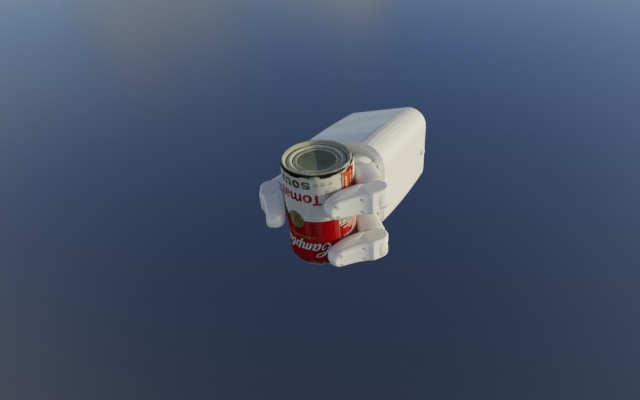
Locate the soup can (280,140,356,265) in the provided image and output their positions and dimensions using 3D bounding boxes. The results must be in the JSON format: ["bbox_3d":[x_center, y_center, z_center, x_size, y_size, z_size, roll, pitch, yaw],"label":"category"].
[{"bbox_3d":[0.000,0.001,0.458,0.068,0.102,0.068,-3,35,2],"label":"soup can"}]
